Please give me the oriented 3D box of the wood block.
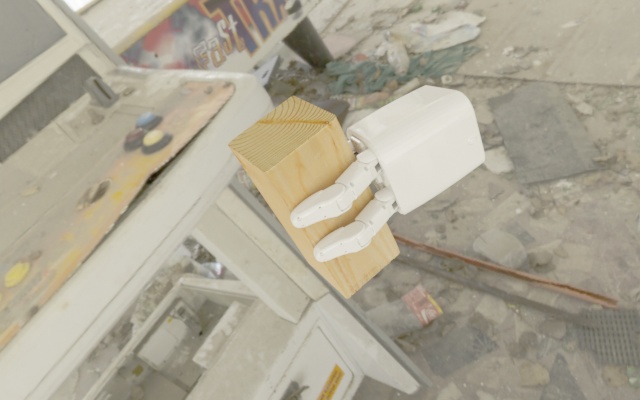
[{"bbox_3d":[0.000,0.001,0.530,0.090,0.206,0.090,-39,39,-11],"label":"wood block"}]
